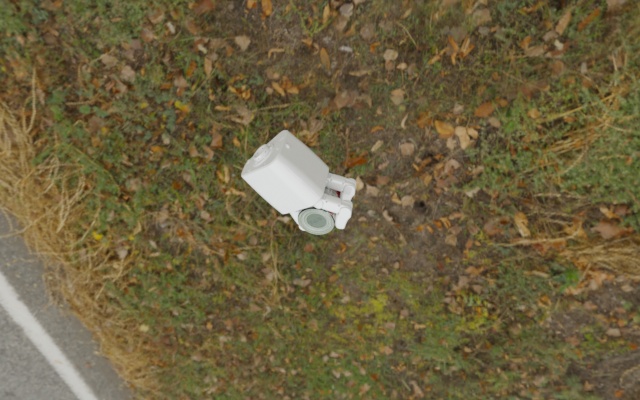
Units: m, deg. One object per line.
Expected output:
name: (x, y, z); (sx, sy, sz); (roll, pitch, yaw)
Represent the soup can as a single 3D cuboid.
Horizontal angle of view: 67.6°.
soup can: (0.000, 0.003, 0.867); (0.068, 0.069, 0.102); (0, 43, 13)
